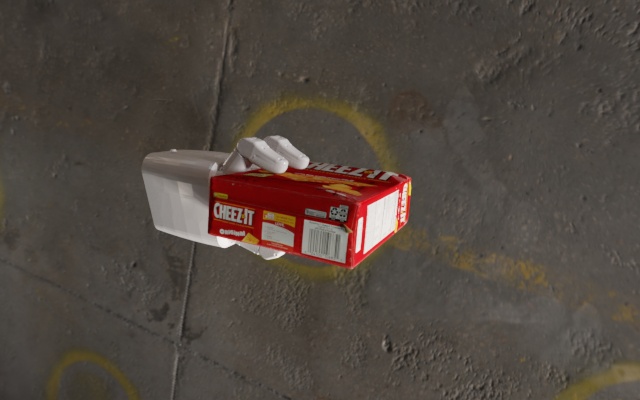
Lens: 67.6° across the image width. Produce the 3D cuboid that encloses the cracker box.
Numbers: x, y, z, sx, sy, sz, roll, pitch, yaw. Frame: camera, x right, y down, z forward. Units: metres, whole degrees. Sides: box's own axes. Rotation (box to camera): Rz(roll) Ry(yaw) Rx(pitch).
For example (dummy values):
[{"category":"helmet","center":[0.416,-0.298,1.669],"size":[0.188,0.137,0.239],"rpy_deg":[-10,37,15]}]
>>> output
[{"category":"cracker box","center":[0.000,0.002,0.553],"size":[0.164,0.072,0.213],"rpy_deg":[10,13,22]}]
